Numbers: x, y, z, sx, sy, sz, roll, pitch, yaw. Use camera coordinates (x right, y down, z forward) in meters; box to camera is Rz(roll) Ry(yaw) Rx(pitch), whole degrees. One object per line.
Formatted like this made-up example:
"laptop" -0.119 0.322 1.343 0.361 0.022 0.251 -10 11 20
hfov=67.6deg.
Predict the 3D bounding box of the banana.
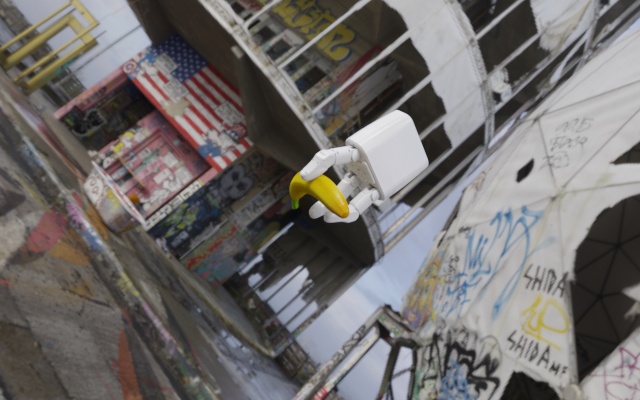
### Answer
"banana" -0.008 -0.015 0.766 0.037 0.070 0.198 -27 14 -20
